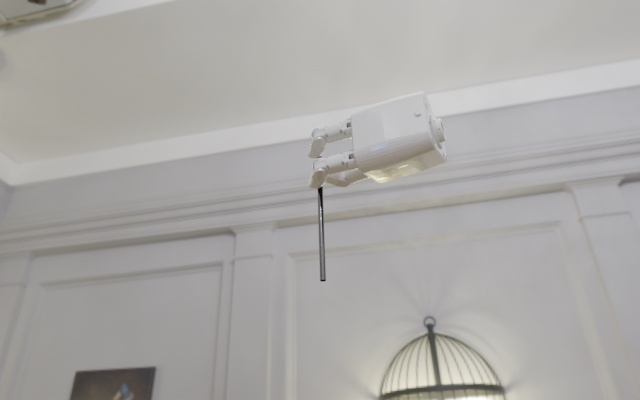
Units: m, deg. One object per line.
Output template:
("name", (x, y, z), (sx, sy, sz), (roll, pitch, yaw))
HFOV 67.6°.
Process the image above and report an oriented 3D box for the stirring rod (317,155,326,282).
("stirring rod", (0.000, 0.002, 0.696), (0.011, 0.239, 0.011), (-1, -29, -1))
